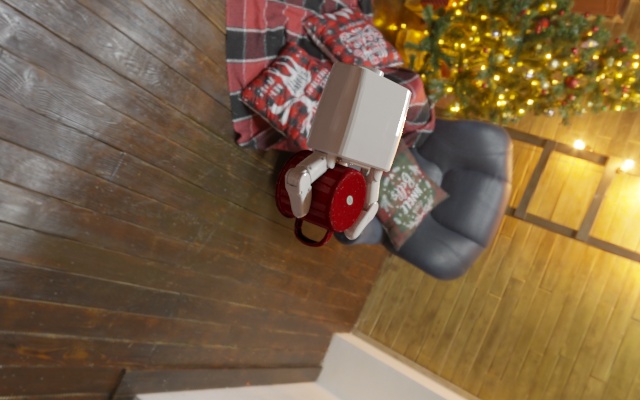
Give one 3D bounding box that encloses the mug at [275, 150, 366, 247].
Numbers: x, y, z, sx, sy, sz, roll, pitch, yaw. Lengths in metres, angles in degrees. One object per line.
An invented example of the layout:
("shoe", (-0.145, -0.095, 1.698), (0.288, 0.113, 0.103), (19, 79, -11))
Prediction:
("mug", (0.000, 0.003, 0.601), (0.081, 0.117, 0.093), (20, 7, 33))
